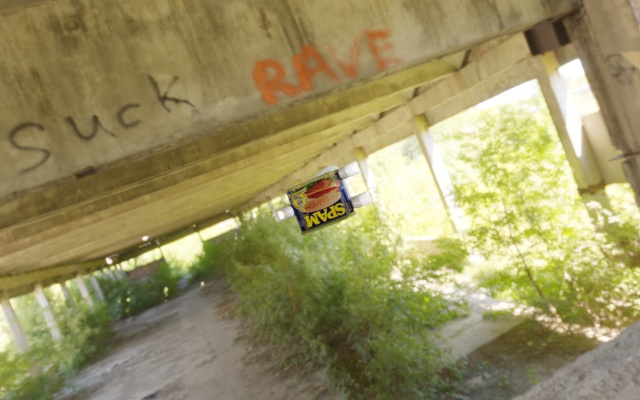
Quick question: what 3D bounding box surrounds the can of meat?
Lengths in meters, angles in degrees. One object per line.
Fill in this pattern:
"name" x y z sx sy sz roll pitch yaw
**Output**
"can of meat" 0.000 0.002 0.810 0.102 0.084 0.057 -22 1 4
